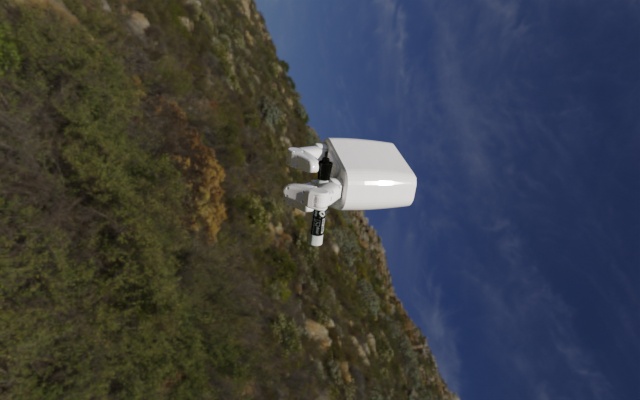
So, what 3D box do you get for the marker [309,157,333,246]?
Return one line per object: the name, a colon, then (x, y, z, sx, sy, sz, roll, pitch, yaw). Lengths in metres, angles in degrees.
marker: (0.000, 0.002, 0.625, 0.020, 0.121, 0.020, 6, 21, -2)
